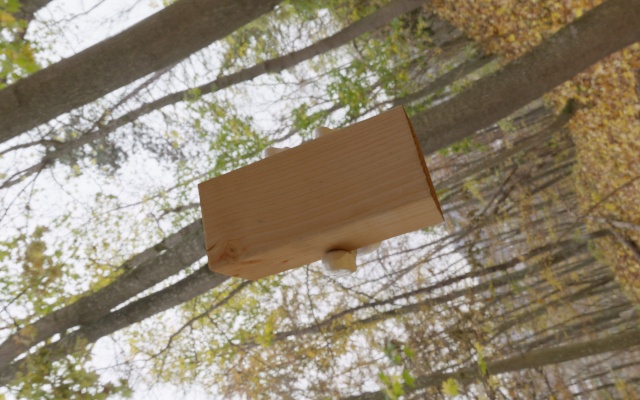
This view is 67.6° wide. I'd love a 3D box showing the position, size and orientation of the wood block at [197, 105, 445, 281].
[{"bbox_3d":[0.000,0.002,0.454,0.206,0.090,0.090,-20,-22,15],"label":"wood block"}]
